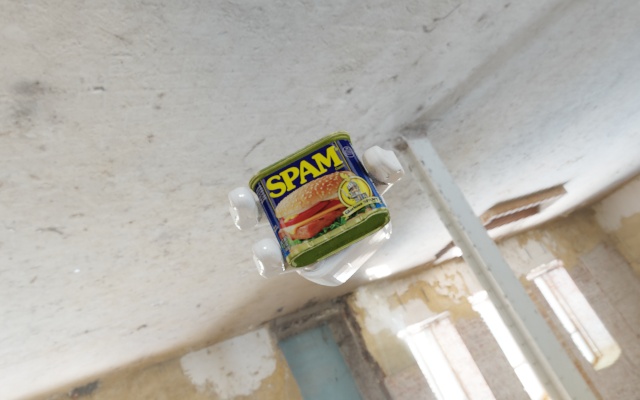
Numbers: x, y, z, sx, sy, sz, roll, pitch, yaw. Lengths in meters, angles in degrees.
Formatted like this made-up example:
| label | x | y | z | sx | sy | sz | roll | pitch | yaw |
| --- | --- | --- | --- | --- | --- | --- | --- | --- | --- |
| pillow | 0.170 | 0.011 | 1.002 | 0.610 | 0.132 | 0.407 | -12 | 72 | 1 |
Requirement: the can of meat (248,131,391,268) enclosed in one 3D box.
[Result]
| label | x | y | z | sx | sy | sz | roll | pitch | yaw |
| --- | --- | --- | --- | --- | --- | --- | --- | --- | --- |
| can of meat | 0.000 | 0.002 | 0.423 | 0.102 | 0.084 | 0.057 | -27 | -20 | 2 |
